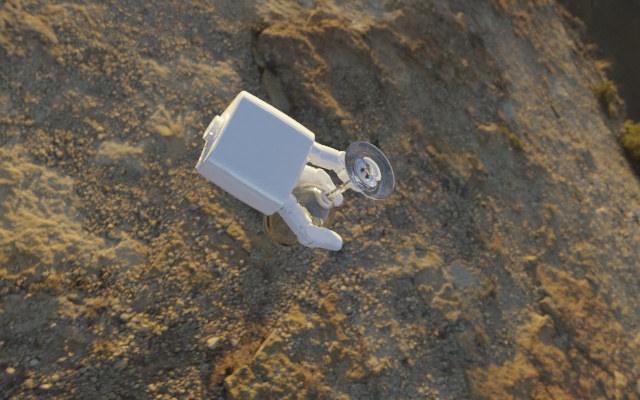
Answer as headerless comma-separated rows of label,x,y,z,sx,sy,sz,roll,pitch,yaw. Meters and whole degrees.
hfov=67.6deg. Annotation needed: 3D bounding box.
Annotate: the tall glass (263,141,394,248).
tall glass,0.001,0.002,0.621,0.079,0.079,0.201,0,-22,-38
